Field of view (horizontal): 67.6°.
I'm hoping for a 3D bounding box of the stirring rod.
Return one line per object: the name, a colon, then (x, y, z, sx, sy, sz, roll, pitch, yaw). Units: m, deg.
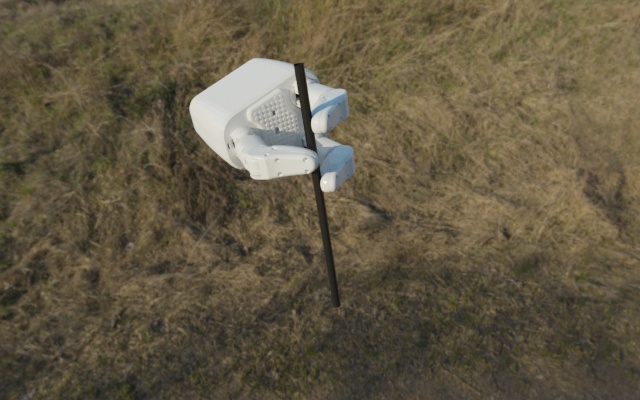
stirring rod: (0.000, 0.001, 0.416, 0.011, 0.240, 0.011, -7, 30, 4)
